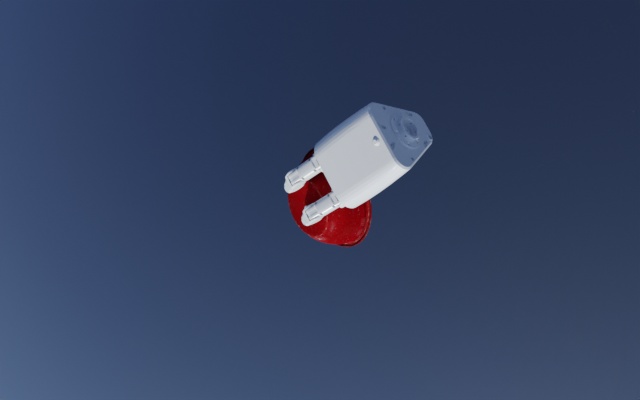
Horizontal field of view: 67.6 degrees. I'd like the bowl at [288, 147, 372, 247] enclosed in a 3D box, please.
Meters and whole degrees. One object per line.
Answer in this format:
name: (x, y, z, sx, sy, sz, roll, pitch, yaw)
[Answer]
bowl: (-0.001, 0.003, 0.715, 0.055, 0.162, 0.162, -22, 13, -36)
